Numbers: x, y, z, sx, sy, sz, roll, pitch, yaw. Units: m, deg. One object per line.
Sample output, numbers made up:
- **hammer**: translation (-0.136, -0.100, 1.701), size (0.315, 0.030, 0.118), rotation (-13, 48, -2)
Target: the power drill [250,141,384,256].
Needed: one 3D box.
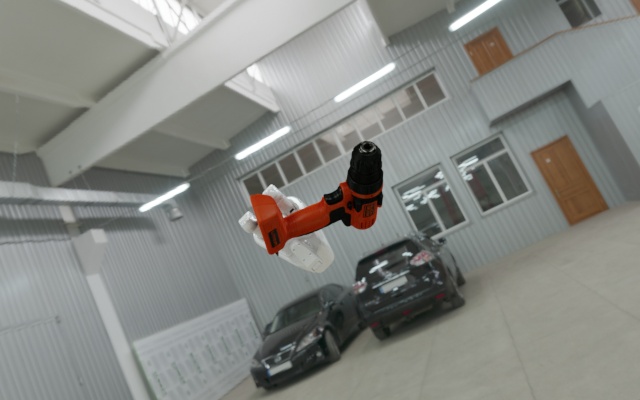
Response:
- **power drill**: translation (0.000, 0.002, 0.676), size (0.187, 0.057, 0.185), rotation (-16, -35, -8)
